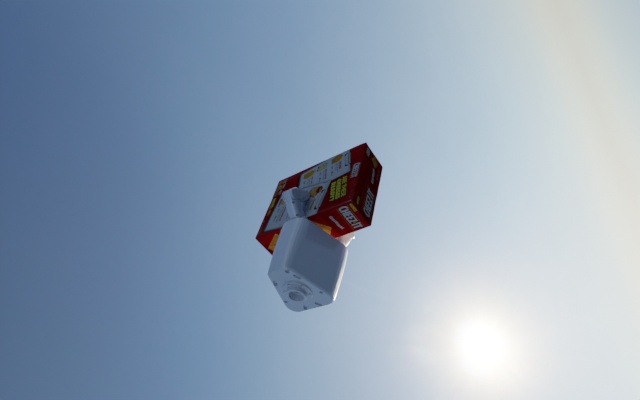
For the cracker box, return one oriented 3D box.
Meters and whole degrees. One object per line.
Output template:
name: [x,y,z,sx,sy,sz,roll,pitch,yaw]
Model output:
cracker box: [0.000,0.003,0.871,0.214,0.072,0.164,-21,33,31]
